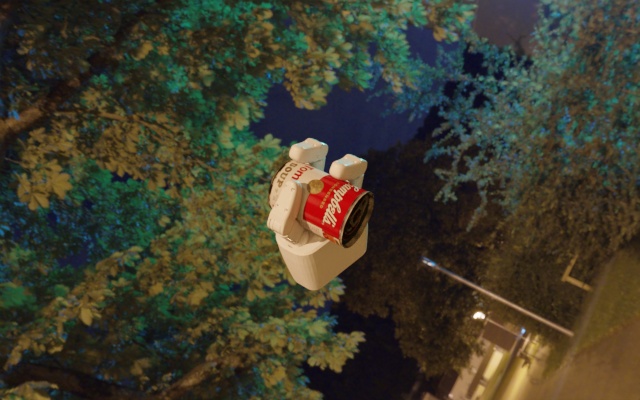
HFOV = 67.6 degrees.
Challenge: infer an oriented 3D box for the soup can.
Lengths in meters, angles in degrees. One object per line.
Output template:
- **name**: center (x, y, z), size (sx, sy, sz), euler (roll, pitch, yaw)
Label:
- **soup can**: center (0.000, 0.001, 0.541), size (0.102, 0.068, 0.068), euler (26, 11, 24)
